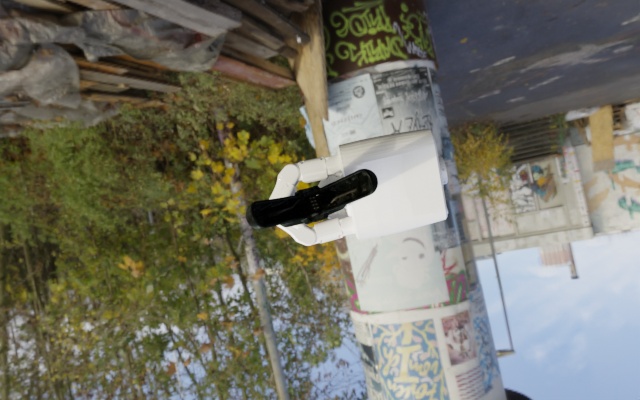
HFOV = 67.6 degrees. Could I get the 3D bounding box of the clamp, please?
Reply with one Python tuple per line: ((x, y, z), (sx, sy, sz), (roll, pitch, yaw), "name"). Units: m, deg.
((0.000, 0.002, 0.488), (0.120, 0.039, 0.171), (-12, -2, 6), "clamp")
